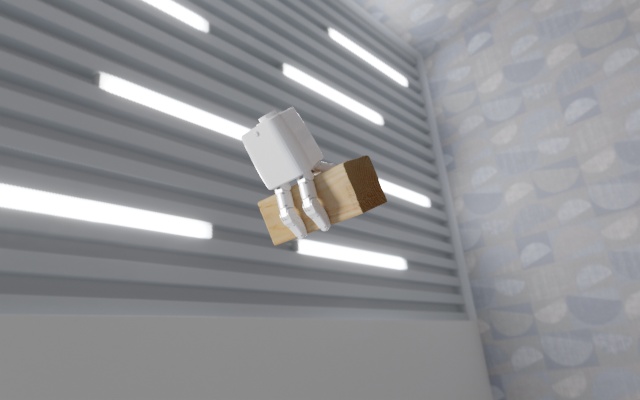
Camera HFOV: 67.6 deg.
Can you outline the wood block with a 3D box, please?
[{"bbox_3d":[0.000,0.002,0.853,0.206,0.090,0.091,-22,0,37],"label":"wood block"}]
